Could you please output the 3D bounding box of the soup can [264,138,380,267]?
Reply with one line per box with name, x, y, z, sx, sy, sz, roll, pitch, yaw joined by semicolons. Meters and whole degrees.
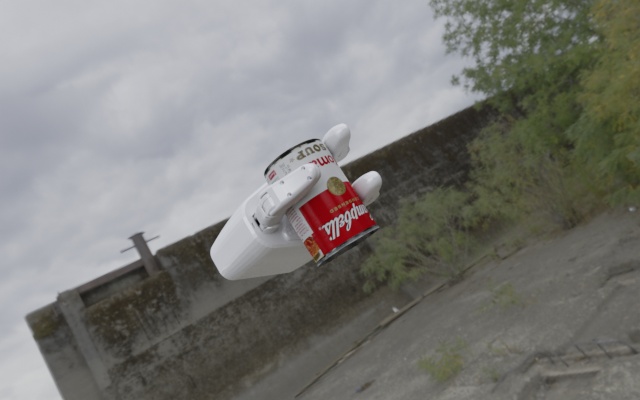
soup can;0.000;0.001;0.451;0.068;0.102;0.068;-31;-10;-6
